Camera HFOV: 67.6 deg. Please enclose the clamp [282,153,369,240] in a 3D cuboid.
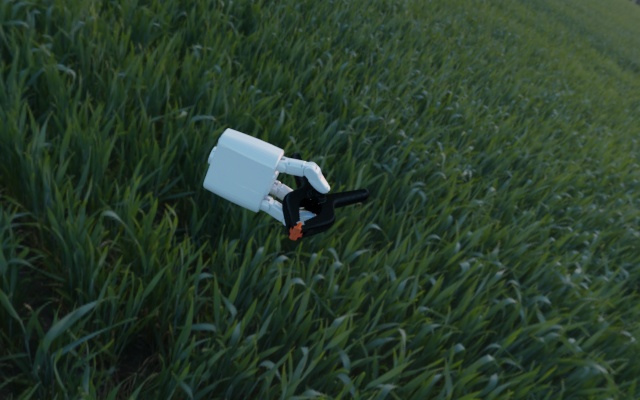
[{"bbox_3d":[0.000,0.002,0.834,0.164,0.036,0.209,23,37,-3],"label":"clamp"}]
